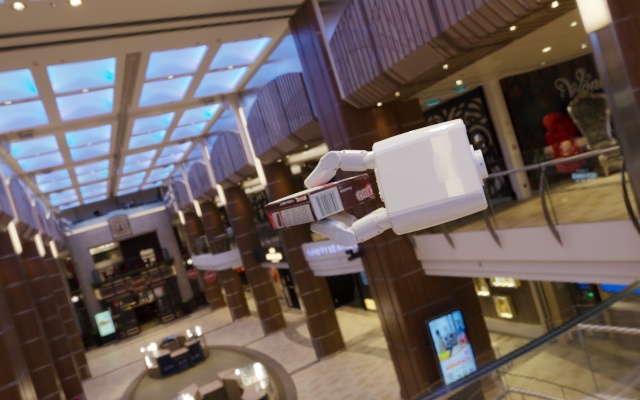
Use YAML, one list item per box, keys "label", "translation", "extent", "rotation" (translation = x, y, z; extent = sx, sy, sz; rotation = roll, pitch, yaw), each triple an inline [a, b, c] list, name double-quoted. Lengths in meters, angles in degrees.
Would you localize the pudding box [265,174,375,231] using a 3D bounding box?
- label: "pudding box"
  translation: [0.000, 0.002, 0.612]
  extent: [0.113, 0.039, 0.090]
  rotation: [-17, 1, -44]
